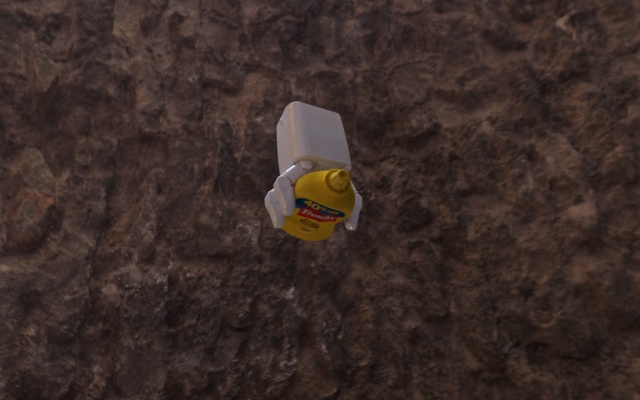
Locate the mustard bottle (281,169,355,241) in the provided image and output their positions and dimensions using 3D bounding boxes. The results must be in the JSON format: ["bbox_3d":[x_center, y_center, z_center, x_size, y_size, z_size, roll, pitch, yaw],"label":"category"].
[{"bbox_3d":[0.000,0.003,0.737,0.096,0.058,0.192,22,-30,-11],"label":"mustard bottle"}]
